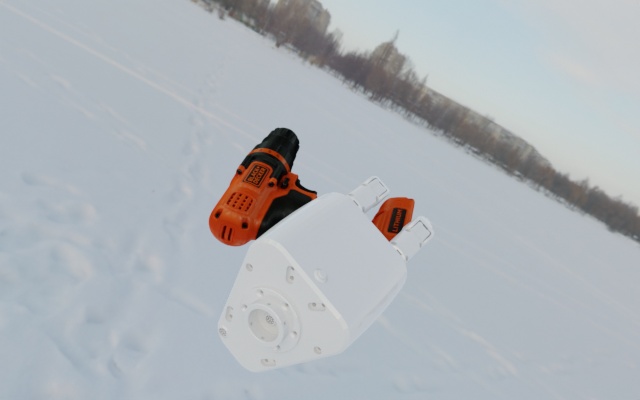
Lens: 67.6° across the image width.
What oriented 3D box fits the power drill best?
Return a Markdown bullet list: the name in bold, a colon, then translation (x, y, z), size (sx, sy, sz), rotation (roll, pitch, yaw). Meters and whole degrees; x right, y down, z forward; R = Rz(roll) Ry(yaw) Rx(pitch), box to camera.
- **power drill**: translation (0.000, 0.002, 0.500), size (0.187, 0.057, 0.184), rotation (20, 42, 3)
